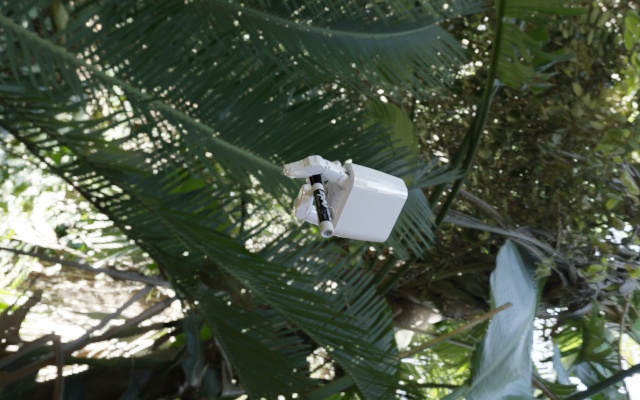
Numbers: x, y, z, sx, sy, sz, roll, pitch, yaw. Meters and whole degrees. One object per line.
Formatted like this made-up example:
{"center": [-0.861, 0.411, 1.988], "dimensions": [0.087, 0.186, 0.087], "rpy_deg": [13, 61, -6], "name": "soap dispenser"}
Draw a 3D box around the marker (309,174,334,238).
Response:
{"center": [0.000, 0.002, 0.685], "dimensions": [0.020, 0.020, 0.121], "rpy_deg": [-6, 45, -6], "name": "marker"}
